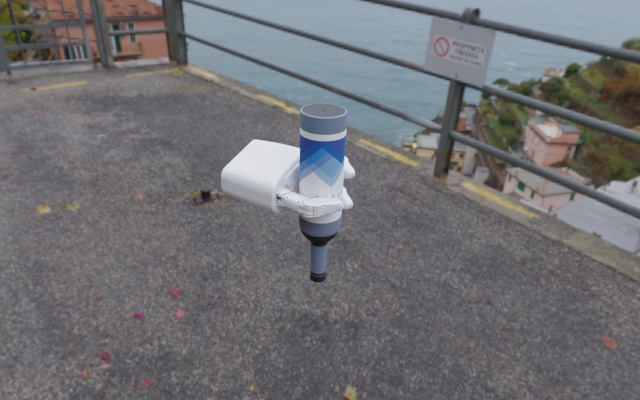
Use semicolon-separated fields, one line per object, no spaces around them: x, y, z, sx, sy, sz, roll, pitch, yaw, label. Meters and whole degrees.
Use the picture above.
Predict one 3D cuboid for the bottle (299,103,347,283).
0.000;0.002;0.741;0.069;0.296;0.069;2;29;-1;bottle
